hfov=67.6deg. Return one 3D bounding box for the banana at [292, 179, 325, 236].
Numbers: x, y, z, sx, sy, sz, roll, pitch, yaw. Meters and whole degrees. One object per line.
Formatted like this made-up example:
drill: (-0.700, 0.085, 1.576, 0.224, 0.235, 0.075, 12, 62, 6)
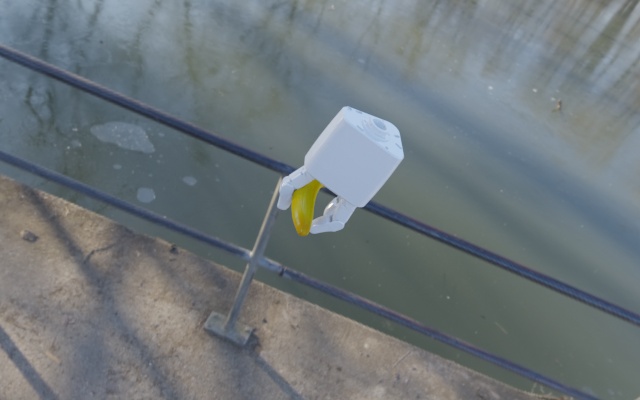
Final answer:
banana: (-0.011, -0.013, 0.783, 0.037, 0.069, 0.197, -39, 6, 30)
